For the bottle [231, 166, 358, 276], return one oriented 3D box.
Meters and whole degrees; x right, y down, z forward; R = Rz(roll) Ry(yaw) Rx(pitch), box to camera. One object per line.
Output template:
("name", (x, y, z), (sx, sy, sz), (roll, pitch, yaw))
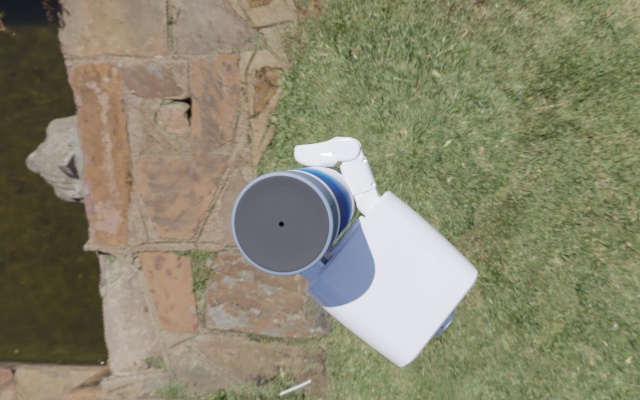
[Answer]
("bottle", (0.000, 0.001, 0.444), (0.069, 0.069, 0.295), (0, 5, 10))
